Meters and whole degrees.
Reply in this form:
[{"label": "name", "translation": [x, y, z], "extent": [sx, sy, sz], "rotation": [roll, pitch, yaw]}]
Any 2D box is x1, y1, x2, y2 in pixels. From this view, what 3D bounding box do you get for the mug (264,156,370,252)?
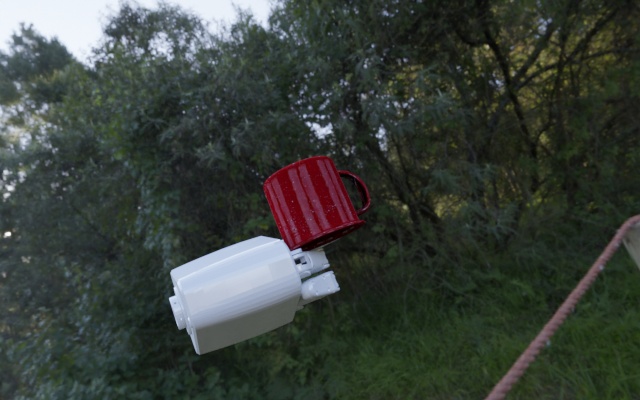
[{"label": "mug", "translation": [0.001, 0.001, 0.515], "extent": [0.117, 0.081, 0.093], "rotation": [-18, -11, -22]}]
